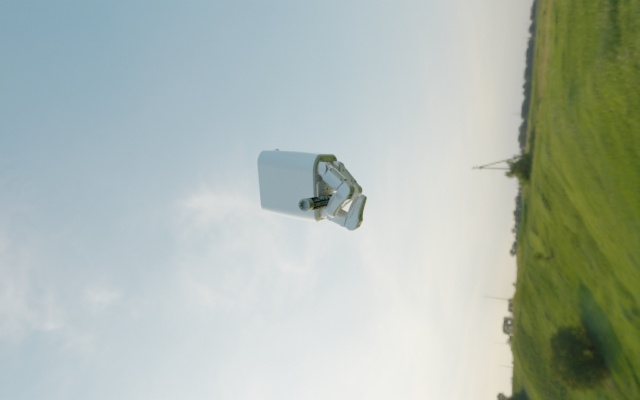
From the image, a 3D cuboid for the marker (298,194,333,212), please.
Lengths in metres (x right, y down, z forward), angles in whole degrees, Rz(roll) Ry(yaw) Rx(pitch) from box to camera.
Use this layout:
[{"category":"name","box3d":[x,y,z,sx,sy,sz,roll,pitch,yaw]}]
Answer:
[{"category":"marker","box3d":[0.000,0.002,0.731,0.020,0.020,0.121,0,4,23]}]
